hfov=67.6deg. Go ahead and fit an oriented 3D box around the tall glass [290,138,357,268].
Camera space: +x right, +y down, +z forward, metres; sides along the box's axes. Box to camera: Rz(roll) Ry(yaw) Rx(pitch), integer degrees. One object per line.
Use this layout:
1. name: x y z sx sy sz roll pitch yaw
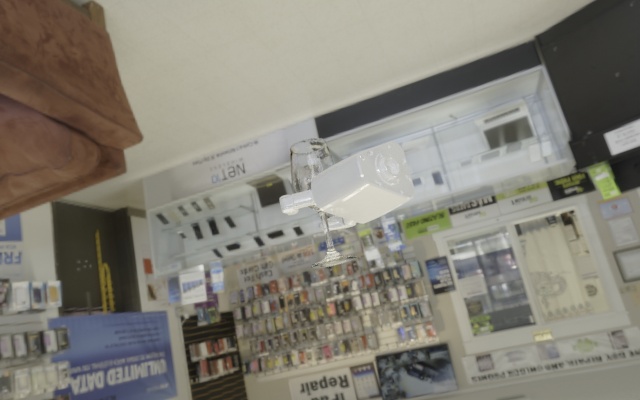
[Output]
1. tall glass: 0.000 0.003 0.770 0.079 0.201 0.079 -12 -15 -3
